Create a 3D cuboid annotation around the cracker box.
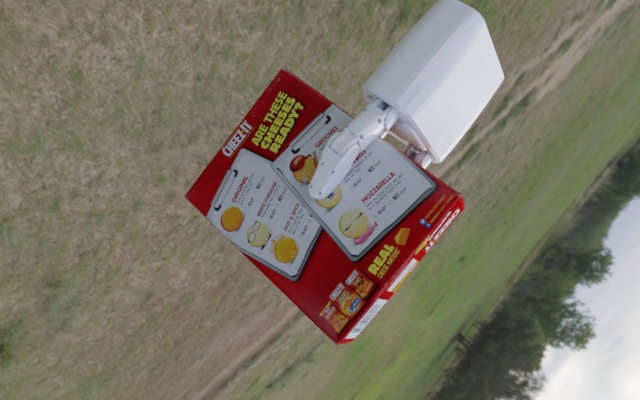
[{"bbox_3d":[0.000,0.002,0.457,0.213,0.164,0.072,40,4,23],"label":"cracker box"}]
